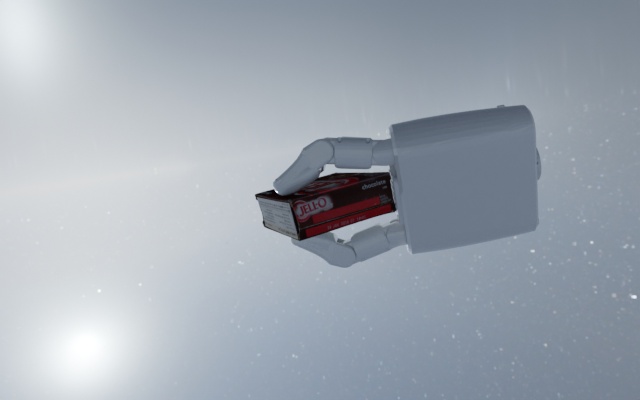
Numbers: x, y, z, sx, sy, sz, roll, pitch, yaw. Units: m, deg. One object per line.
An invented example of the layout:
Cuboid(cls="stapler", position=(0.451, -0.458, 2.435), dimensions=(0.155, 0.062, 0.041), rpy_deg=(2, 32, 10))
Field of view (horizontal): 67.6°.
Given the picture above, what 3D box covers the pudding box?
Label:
Cuboid(cls="pudding box", position=(0.000, 0.002, 0.425), dimensions=(0.090, 0.039, 0.113), rpy_deg=(-15, 6, -20))
